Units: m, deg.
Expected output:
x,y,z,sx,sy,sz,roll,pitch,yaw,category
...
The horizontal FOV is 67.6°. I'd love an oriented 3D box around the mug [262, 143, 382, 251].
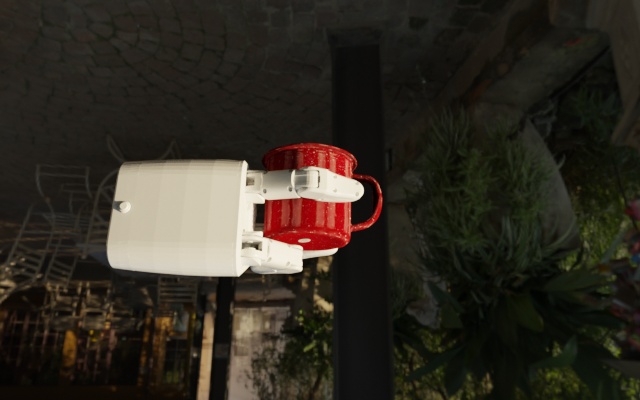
x,y,z,sx,sy,sz,roll,pitch,yaw,category
0.002,0.002,0.457,0.117,0.081,0.093,2,-18,-2,mug
